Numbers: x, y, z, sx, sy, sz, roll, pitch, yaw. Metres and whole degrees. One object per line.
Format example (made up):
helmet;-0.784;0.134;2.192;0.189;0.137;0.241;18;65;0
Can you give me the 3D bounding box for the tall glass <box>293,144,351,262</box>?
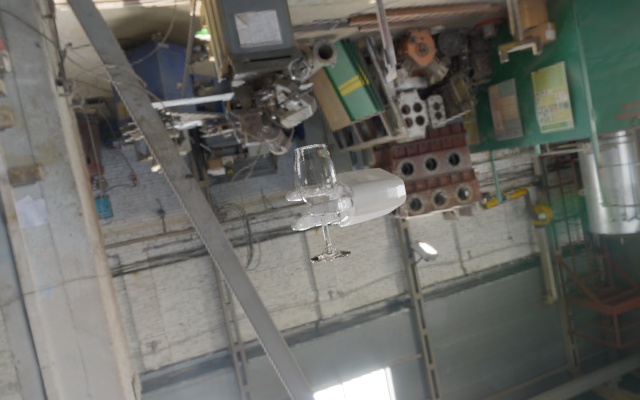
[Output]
tall glass;0.000;0.003;0.849;0.079;0.201;0.079;-11;4;1
